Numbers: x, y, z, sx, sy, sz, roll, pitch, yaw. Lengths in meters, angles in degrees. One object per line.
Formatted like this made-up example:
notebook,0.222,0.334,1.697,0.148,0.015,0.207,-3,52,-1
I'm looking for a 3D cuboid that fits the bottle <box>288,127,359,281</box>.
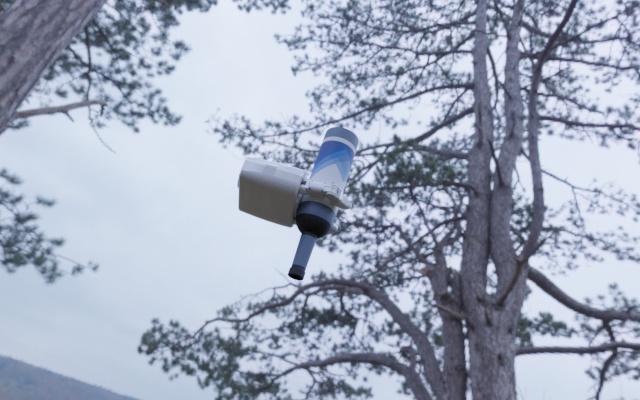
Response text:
bottle,0.000,0.003,0.852,0.069,0.295,0.069,14,-28,8
